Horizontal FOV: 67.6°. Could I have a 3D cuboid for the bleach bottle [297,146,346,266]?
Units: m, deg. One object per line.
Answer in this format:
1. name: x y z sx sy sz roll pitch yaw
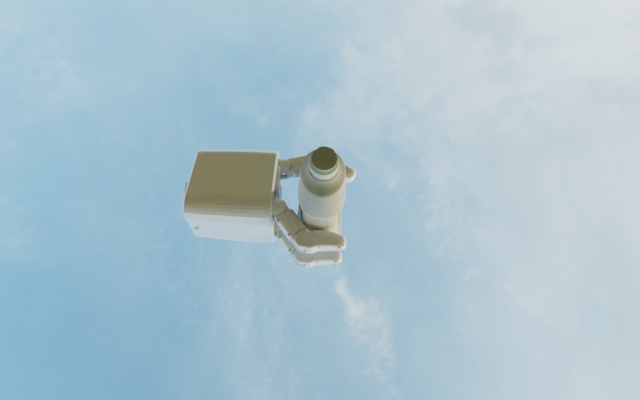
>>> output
1. bleach bottle: 0.000 0.002 0.607 0.068 0.102 0.251 2 -25 -1
